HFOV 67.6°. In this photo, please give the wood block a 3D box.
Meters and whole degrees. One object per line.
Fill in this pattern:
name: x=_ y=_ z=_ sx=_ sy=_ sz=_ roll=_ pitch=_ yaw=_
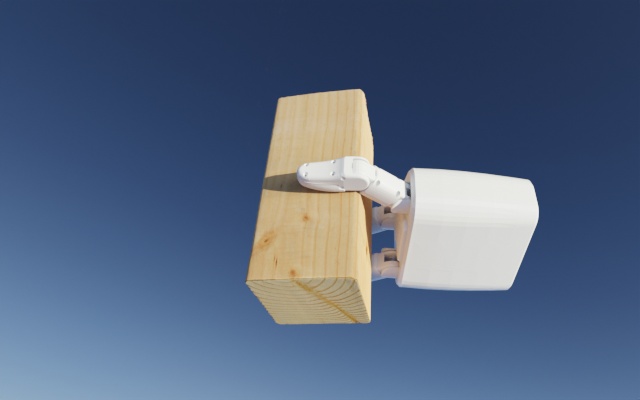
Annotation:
wood block: x=0.000 y=0.001 z=0.453 sx=0.090 sy=0.206 sz=0.091 roll=-4 pitch=-36 yaw=12
